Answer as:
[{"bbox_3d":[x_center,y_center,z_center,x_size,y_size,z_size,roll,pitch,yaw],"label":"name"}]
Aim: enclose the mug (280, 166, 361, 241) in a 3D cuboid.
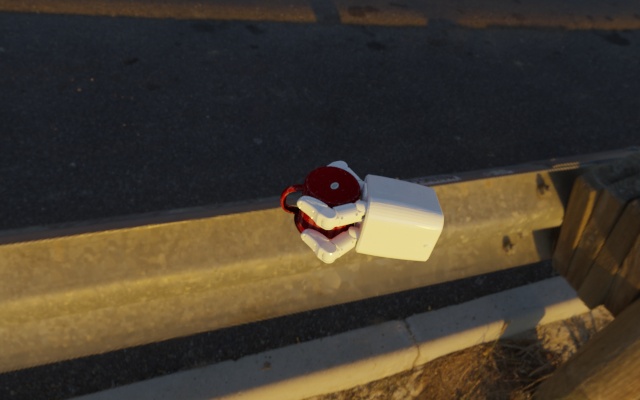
[{"bbox_3d":[-0.001,0.002,0.698,0.117,0.093,0.082,10,-45,-3],"label":"mug"}]
